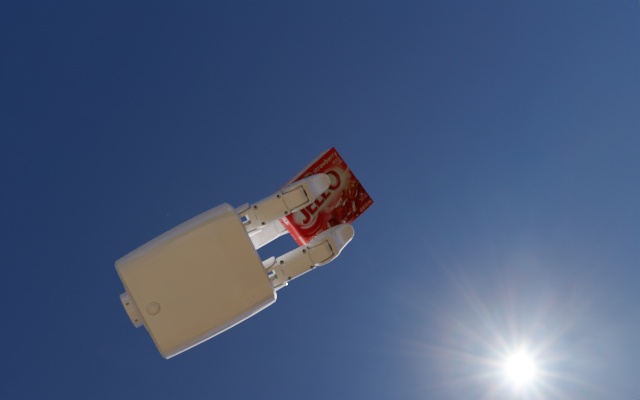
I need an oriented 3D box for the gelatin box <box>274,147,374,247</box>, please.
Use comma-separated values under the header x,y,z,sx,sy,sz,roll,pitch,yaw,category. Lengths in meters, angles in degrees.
x,y,z,sx,sy,sz,roll,pitch,yaw,category
0.000,0.001,0.484,0.089,0.073,0.030,-42,13,-23,gelatin box
